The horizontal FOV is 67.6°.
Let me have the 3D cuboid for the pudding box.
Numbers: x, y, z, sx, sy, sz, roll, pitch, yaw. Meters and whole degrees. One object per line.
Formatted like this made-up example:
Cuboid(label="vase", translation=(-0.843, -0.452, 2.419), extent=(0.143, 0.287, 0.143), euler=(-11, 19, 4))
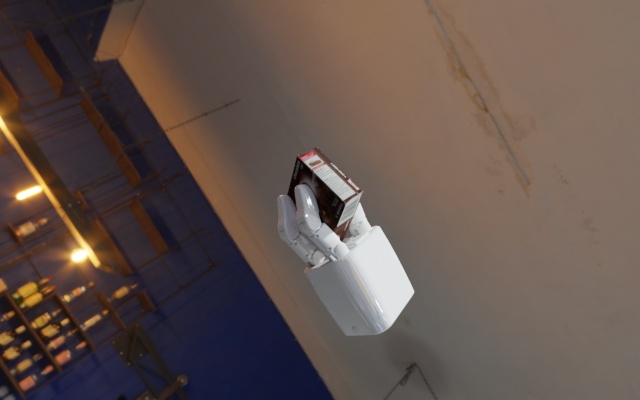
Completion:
Cuboid(label="pudding box", translation=(0.000, 0.002, 0.614), extent=(0.039, 0.090, 0.114), euler=(-30, -26, -35))
